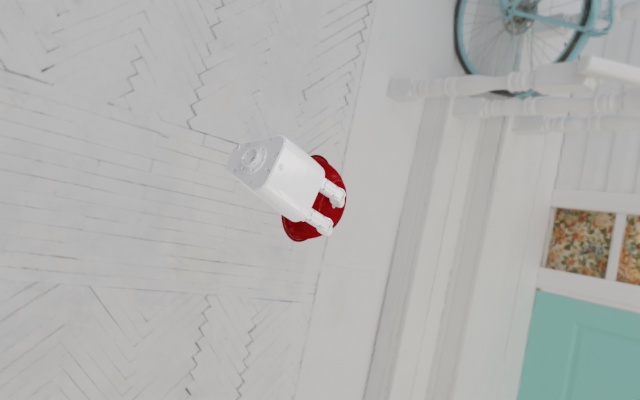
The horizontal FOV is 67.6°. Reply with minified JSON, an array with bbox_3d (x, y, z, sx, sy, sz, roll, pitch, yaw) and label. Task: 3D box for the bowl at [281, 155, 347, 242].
[{"bbox_3d":[0.001,0.003,0.848,0.055,0.162,0.162,16,8,30],"label":"bowl"}]
